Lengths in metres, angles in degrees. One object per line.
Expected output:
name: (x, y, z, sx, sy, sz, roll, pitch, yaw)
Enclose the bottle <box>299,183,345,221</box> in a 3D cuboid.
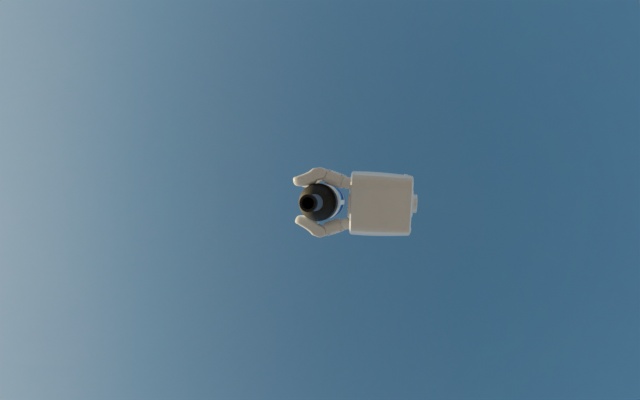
bottle: (0.000, 0.003, 0.864, 0.069, 0.069, 0.295, 0, 1, 8)
